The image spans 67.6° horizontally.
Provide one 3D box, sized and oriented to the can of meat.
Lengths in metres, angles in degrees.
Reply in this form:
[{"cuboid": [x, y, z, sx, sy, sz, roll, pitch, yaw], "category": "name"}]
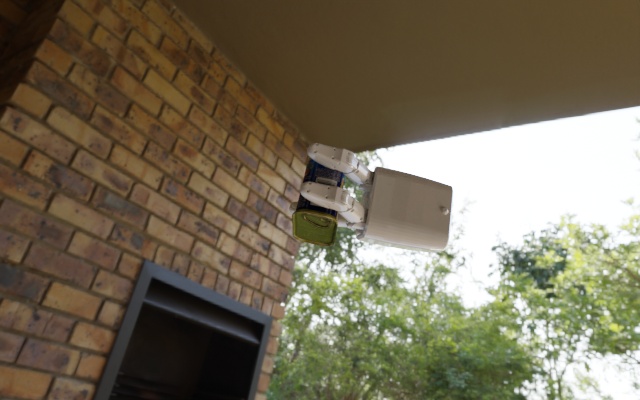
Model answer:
[{"cuboid": [0.000, 0.002, 0.627, 0.057, 0.084, 0.102, 11, -25, 3], "category": "can of meat"}]
